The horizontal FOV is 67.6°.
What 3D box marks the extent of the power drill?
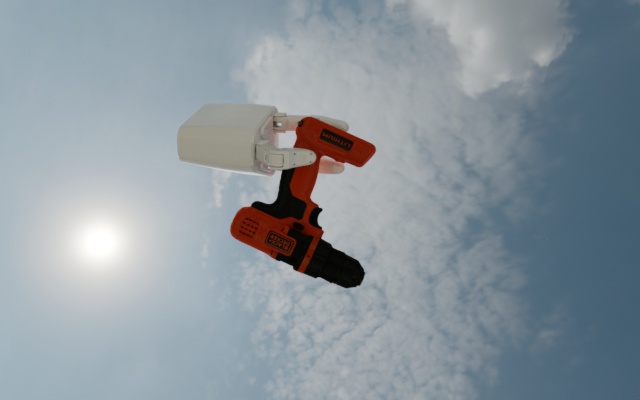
[{"bbox_3d":[0.000,0.001,0.614,0.184,0.187,0.057,25,-2,-3],"label":"power drill"}]
